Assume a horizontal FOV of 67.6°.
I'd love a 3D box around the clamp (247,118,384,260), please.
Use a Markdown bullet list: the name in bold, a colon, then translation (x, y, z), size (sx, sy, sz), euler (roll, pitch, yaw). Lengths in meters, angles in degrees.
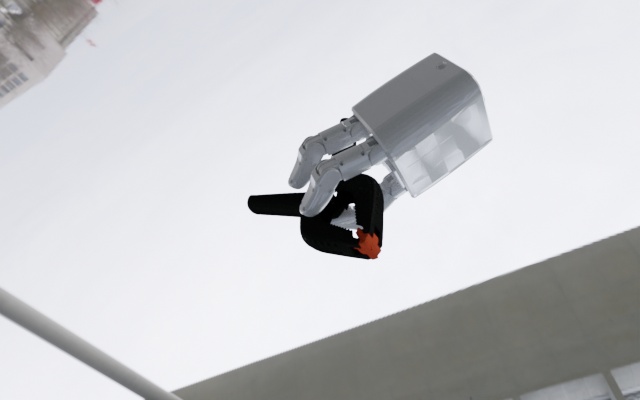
- **clamp**: translation (0.001, 0.002, 0.510), size (0.164, 0.036, 0.209), euler (-37, 35, 7)
